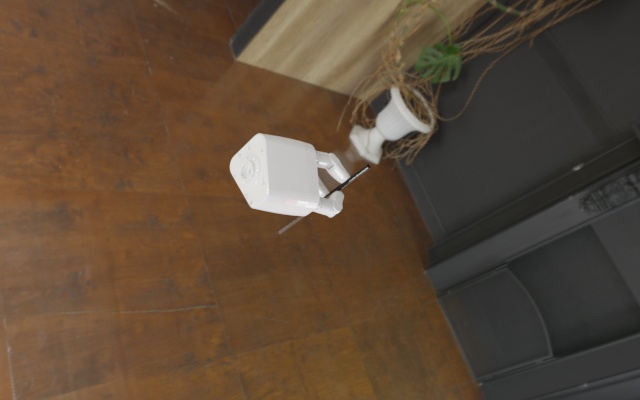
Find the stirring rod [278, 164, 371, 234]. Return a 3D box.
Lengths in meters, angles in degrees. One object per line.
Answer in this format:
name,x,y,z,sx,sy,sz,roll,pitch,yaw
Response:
stirring rod,0.000,0.003,0.855,0.240,0.011,0.011,-37,-23,35
